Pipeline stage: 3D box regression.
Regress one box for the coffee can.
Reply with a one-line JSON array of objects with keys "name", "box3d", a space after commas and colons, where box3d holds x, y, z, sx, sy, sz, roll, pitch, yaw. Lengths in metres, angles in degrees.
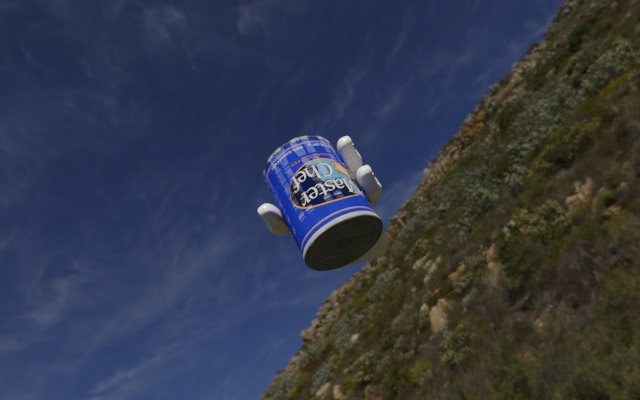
[{"name": "coffee can", "box3d": [0.000, 0.002, 0.600, 0.103, 0.140, 0.103, -20, -35, -15]}]
